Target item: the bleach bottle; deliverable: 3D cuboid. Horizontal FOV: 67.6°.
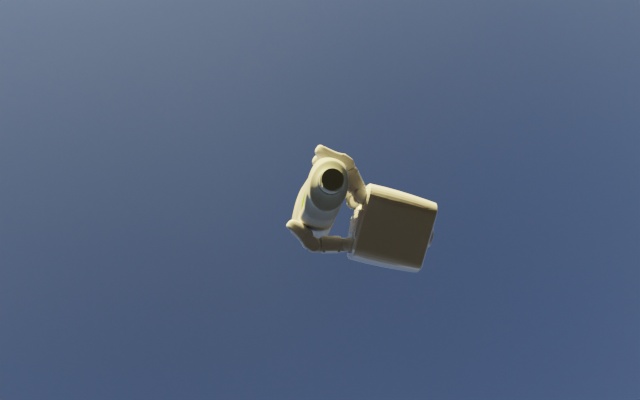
[{"bbox_3d":[0.000,0.002,0.697,0.068,0.102,0.251,12,-10,-4],"label":"bleach bottle"}]
